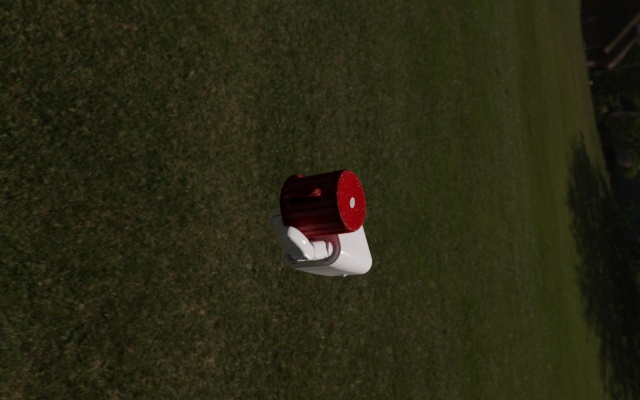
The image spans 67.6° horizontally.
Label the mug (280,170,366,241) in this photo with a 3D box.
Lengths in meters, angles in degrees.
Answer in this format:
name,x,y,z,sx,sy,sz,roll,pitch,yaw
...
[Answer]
name,x,y,z,sx,sy,sz,roll,pitch,yaw
mug,0.000,0.002,0.613,0.081,0.093,0.117,-9,-20,31
